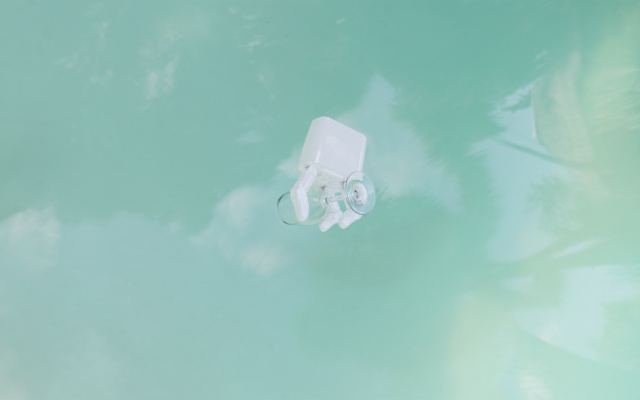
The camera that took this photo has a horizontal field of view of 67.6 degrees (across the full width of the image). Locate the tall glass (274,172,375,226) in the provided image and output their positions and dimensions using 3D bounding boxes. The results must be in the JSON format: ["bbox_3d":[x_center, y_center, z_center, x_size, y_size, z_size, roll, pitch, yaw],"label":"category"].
[{"bbox_3d":[0.001,0.003,0.870,0.079,0.079,0.201,0,-9,-43],"label":"tall glass"}]
